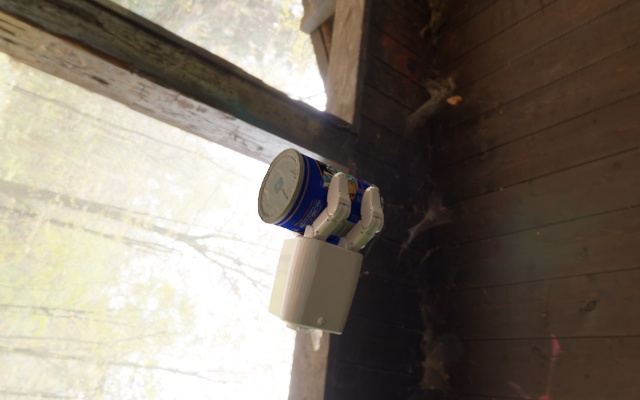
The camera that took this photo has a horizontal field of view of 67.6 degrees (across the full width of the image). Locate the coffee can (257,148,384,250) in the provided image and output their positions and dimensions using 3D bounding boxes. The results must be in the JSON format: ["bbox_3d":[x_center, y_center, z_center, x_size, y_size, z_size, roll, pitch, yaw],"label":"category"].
[{"bbox_3d":[0.000,0.002,0.647,0.140,0.103,0.103,21,-11,-31],"label":"coffee can"}]
